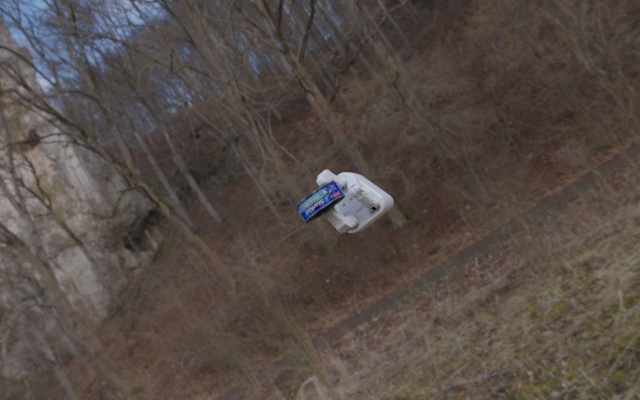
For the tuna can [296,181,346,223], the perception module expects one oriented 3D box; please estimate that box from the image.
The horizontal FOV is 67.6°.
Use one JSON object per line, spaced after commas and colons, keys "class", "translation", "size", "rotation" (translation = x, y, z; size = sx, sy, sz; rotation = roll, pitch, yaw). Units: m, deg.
{"class": "tuna can", "translation": [0.000, 0.002, 0.848], "size": [0.086, 0.033, 0.086], "rotation": [-34, -7, -5]}
